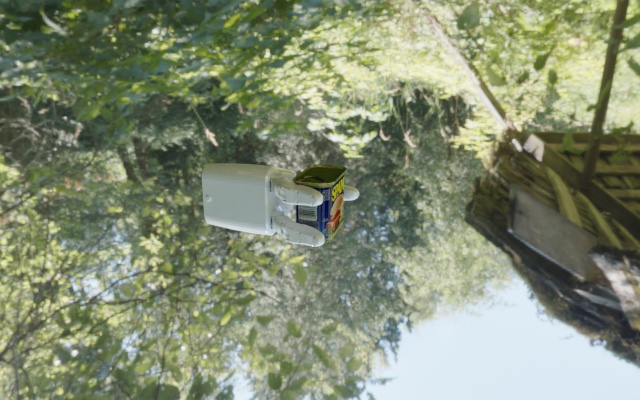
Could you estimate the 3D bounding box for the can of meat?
[{"bbox_3d":[0.000,0.002,0.667,0.057,0.084,0.102,6,18,15],"label":"can of meat"}]
